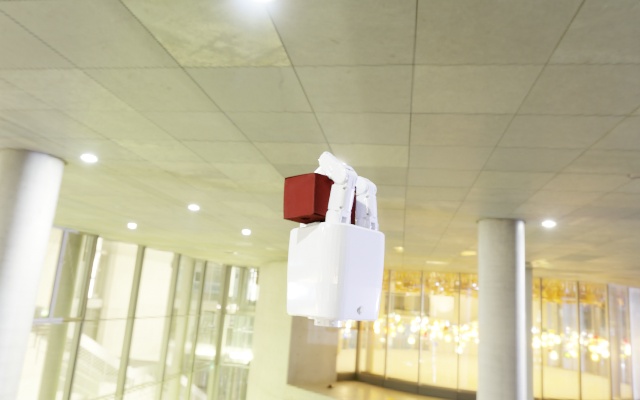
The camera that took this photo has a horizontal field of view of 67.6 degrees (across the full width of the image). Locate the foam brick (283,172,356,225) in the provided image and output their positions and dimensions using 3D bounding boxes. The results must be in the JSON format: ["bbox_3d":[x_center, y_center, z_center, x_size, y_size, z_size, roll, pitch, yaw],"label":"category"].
[{"bbox_3d":[0.000,0.002,0.578,0.053,0.051,0.078,-8,-17,43],"label":"foam brick"}]
